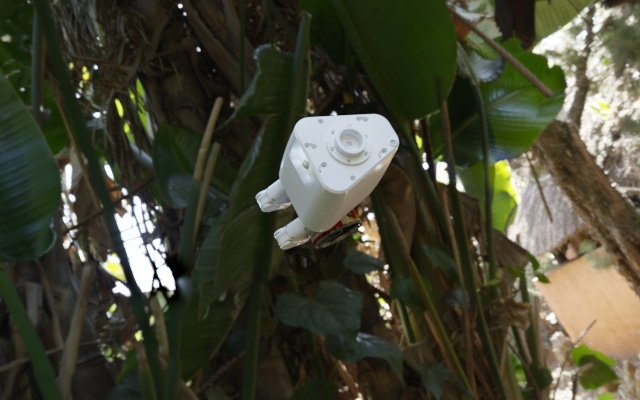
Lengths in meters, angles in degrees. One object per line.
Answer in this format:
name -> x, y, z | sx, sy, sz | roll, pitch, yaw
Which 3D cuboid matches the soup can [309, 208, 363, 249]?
soup can -> 0.000, 0.002, 0.615 | 0.068, 0.102, 0.068 | -26, -16, -8
